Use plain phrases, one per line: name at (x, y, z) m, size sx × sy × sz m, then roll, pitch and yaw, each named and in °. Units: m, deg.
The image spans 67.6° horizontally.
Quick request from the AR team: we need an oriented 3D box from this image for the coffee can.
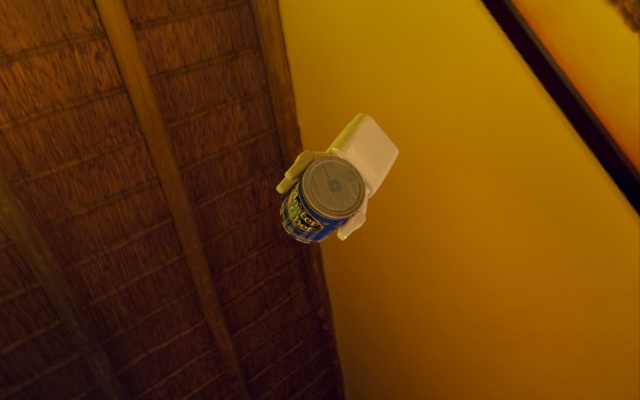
coffee can at (0.000, 0.003, 0.794) m, size 0.103 × 0.102 × 0.140 m, roll 0°, pitch -21°, yaw -21°
